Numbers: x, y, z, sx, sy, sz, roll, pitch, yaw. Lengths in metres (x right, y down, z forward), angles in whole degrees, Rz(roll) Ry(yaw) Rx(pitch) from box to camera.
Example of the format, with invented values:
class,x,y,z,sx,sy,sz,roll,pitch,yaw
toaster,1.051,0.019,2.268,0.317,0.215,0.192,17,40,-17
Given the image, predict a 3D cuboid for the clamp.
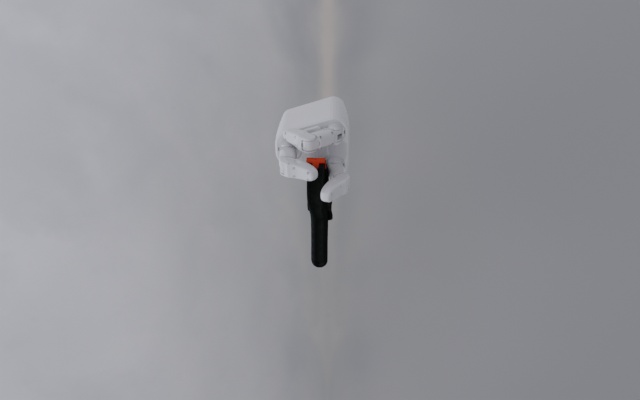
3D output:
class,x,y,z,sx,sy,sz,roll,pitch,yaw
clamp,-0.001,0.002,0.728,0.039,0.172,0.120,0,31,1
